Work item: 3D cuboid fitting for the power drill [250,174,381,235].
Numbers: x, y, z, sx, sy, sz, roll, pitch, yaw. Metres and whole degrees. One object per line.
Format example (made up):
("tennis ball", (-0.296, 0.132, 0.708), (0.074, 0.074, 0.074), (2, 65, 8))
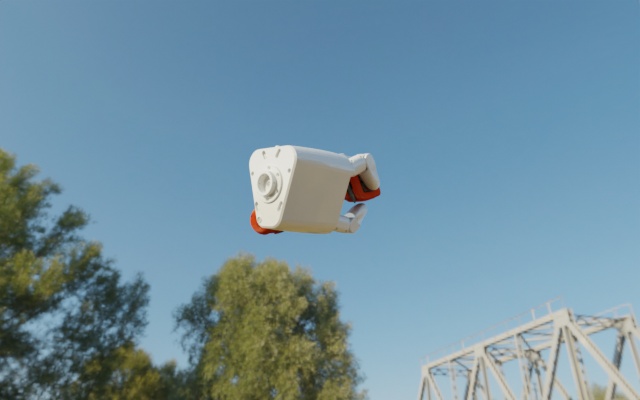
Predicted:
("power drill", (0.000, 0.002, 0.784), (0.188, 0.057, 0.184), (-24, -4, 23))
